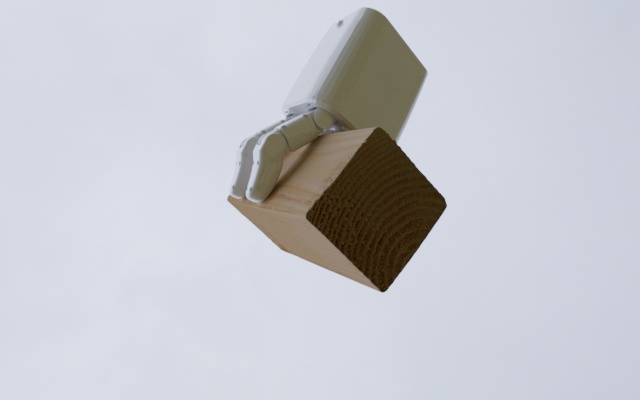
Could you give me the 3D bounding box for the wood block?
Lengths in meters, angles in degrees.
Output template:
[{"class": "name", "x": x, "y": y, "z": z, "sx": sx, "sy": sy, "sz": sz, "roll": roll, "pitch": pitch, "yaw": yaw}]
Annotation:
[{"class": "wood block", "x": 0.000, "y": 0.001, "z": 0.436, "sx": 0.091, "sy": 0.090, "sz": 0.206, "roll": 44, "pitch": -15, "yaw": -21}]
